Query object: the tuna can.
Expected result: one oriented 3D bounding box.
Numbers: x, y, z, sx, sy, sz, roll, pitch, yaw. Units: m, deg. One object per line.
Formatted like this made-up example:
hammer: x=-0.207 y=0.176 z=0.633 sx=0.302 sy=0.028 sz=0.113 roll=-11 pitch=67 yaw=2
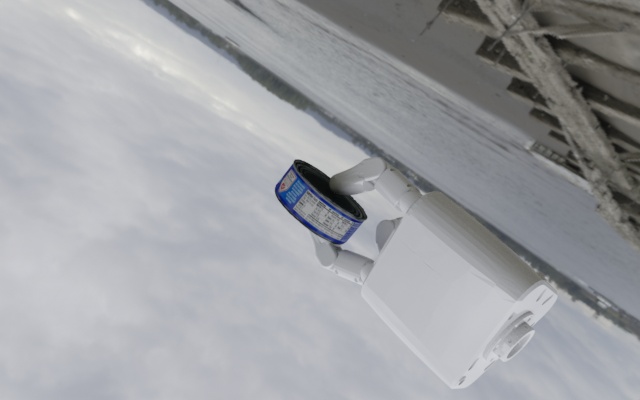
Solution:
tuna can: x=0.000 y=0.002 z=0.442 sx=0.086 sy=0.034 sz=0.086 roll=37 pitch=13 yaw=-10
